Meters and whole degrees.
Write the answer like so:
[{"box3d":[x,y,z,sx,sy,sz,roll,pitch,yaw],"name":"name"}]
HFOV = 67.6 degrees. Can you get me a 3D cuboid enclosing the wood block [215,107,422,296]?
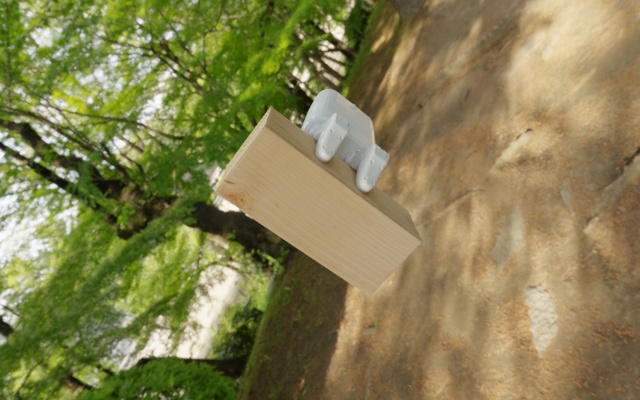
[{"box3d":[0.000,0.002,0.532,0.206,0.091,0.090,35,18,-15],"name":"wood block"}]
